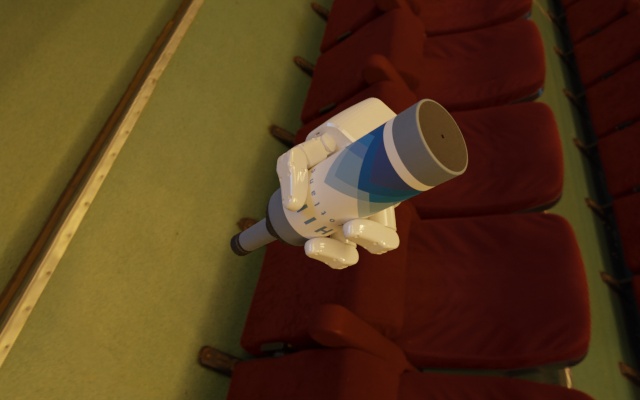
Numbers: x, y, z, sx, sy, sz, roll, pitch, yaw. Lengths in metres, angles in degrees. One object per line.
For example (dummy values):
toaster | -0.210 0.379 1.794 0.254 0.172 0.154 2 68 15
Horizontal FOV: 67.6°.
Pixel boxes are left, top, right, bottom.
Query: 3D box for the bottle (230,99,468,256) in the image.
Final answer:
bottle | 0.000 0.001 0.473 0.069 0.069 0.296 0 -21 -45
